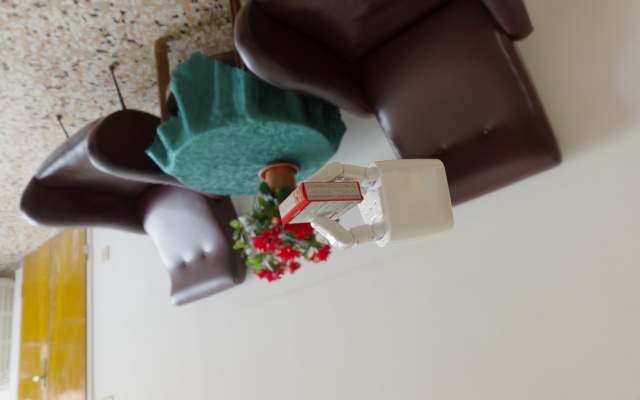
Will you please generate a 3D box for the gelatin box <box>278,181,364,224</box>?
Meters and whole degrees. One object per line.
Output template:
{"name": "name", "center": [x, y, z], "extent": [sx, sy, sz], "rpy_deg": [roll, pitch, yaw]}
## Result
{"name": "gelatin box", "center": [0.000, 0.002, 0.627], "extent": [0.089, 0.030, 0.073], "rpy_deg": [-3, -22, -32]}
